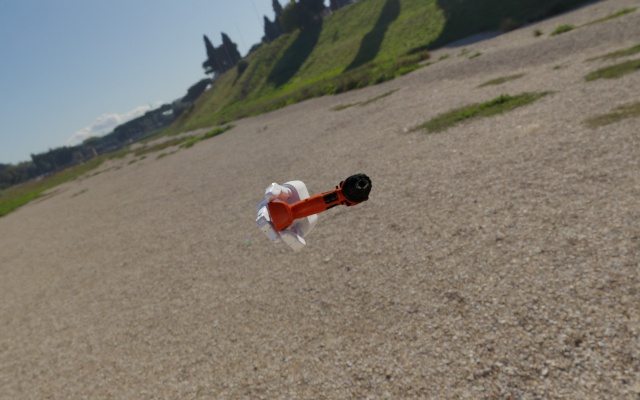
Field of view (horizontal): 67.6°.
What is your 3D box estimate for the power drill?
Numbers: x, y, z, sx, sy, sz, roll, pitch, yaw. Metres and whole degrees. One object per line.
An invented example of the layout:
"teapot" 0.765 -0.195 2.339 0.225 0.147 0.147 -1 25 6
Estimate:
"power drill" 0.000 0.003 0.877 0.187 0.057 0.184 -17 -7 -5
